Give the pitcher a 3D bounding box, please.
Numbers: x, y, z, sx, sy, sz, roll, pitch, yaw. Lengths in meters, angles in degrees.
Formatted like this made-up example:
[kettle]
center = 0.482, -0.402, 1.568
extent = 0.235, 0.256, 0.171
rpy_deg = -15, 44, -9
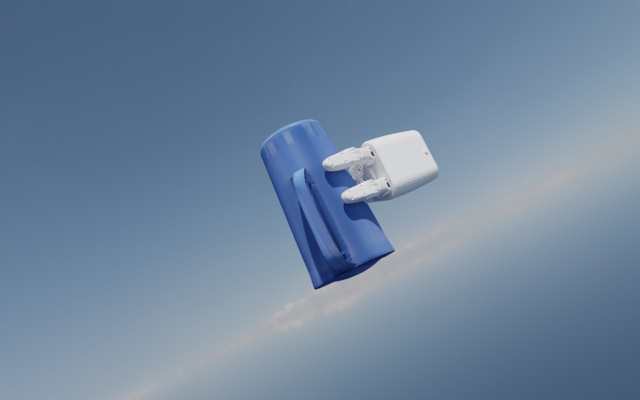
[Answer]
[pitcher]
center = 0.000, 0.002, 0.721
extent = 0.145, 0.242, 0.149
rpy_deg = -19, -13, -33
